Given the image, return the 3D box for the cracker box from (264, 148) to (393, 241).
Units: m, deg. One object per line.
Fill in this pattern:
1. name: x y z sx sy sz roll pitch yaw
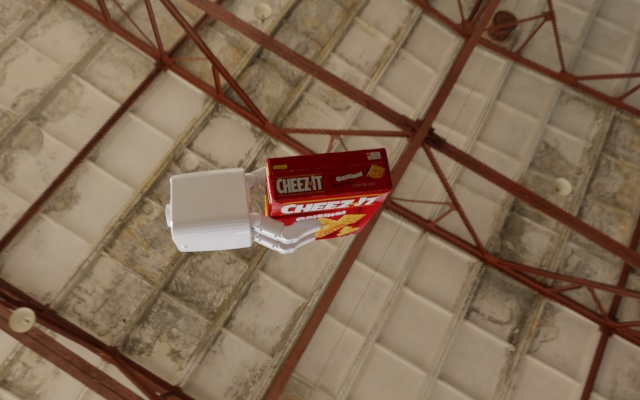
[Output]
1. cracker box: 0.000 0.002 0.721 0.164 0.072 0.214 -7 -18 -10
